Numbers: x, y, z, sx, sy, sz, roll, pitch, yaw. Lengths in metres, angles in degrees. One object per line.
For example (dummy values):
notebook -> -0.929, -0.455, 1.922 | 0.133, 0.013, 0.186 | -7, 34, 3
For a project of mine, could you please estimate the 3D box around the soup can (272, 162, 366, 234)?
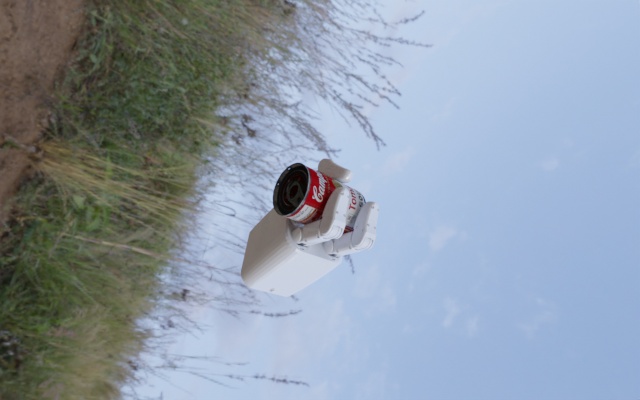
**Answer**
soup can -> 0.001, 0.002, 0.602 | 0.102, 0.068, 0.068 | 23, -15, -38
